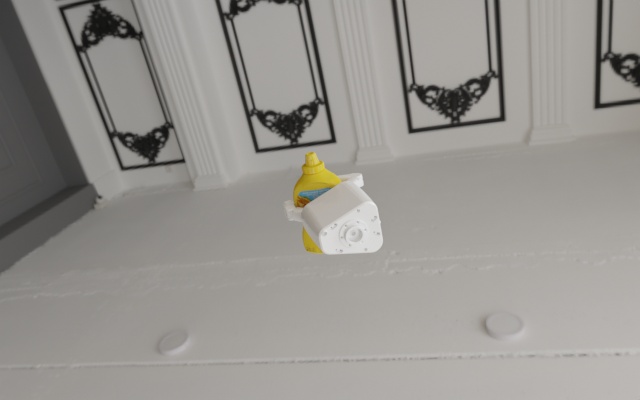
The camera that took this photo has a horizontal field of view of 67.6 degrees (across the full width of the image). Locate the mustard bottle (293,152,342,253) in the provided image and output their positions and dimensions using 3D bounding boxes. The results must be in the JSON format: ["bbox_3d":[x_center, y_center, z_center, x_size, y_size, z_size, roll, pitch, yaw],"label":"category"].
[{"bbox_3d":[0.000,0.003,0.888,0.096,0.192,0.058,-7,23,12],"label":"mustard bottle"}]
